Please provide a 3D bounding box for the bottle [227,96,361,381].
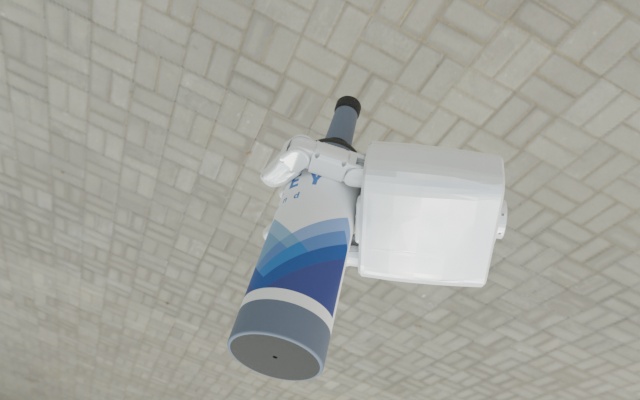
[{"bbox_3d":[0.000,0.002,0.416,0.069,0.295,0.069,9,-43,8],"label":"bottle"}]
